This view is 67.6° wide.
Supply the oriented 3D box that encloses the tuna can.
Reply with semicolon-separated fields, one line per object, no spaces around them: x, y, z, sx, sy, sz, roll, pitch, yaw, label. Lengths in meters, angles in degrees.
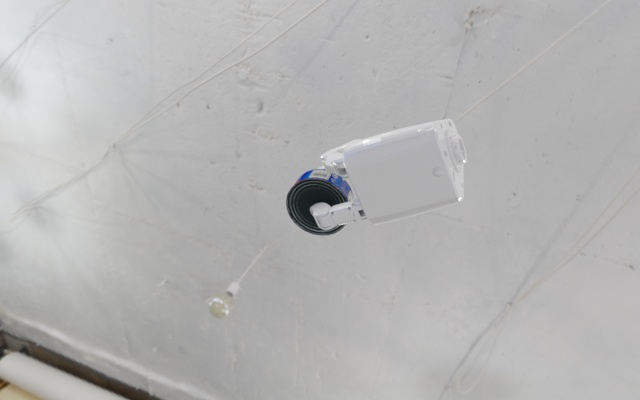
0.000;0.002;0.632;0.086;0.086;0.033;0;29;18;tuna can
